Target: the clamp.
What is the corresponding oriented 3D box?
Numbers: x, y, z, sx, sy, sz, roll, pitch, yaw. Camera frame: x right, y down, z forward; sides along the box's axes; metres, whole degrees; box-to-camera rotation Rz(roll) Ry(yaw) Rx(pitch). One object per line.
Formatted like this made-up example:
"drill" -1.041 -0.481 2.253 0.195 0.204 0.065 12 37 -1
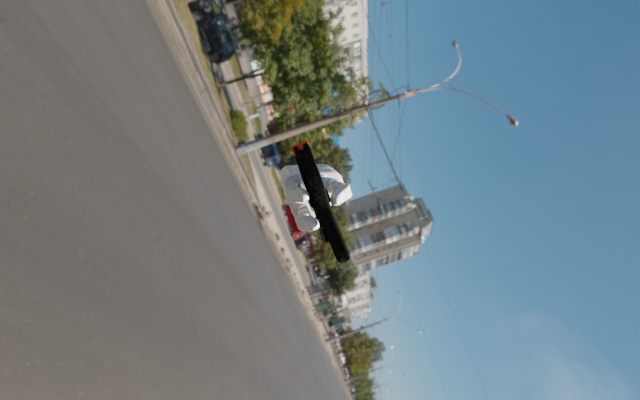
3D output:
"clamp" 0.001 0.002 0.824 0.036 0.210 0.164 -20 17 -7
